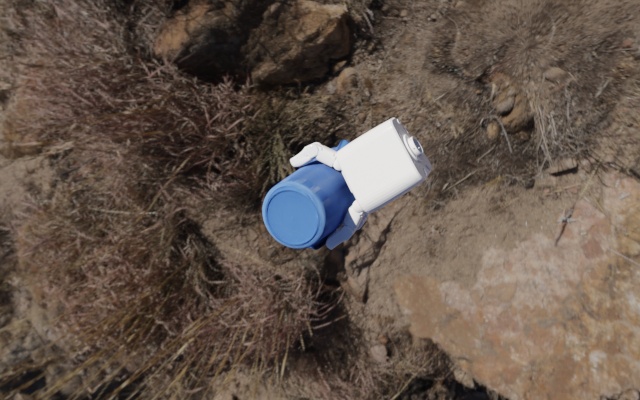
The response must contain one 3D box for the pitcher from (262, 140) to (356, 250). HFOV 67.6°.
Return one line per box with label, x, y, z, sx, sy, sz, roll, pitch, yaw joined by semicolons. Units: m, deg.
pitcher;0.000;0.003;0.824;0.145;0.149;0.242;-31;3;28
